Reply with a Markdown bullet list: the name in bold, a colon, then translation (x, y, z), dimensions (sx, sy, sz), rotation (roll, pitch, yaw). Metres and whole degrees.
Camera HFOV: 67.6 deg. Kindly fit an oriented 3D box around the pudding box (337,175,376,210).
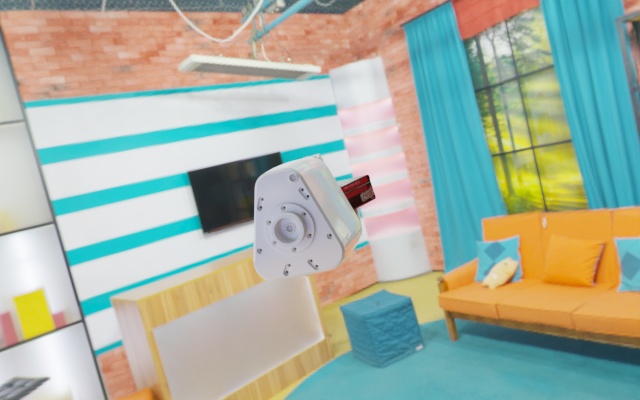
- **pudding box**: translation (0.000, 0.002, 0.613), dimensions (0.113, 0.039, 0.090), rotation (-8, 10, 41)
